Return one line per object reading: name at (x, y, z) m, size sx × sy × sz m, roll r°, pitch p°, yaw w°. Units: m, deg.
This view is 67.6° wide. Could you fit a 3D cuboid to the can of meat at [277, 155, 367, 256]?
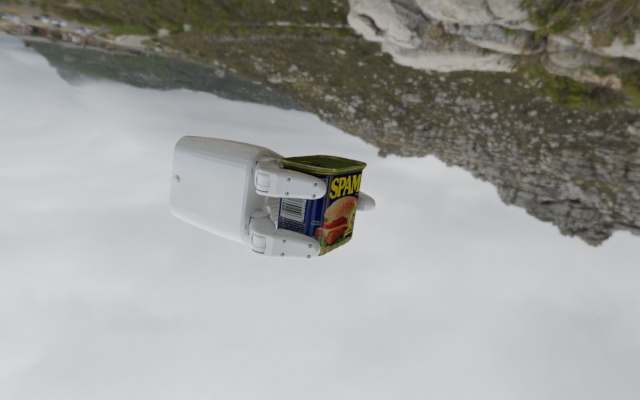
can of meat at (0.000, 0.002, 0.473) m, size 0.057 × 0.084 × 0.102 m, roll 14°, pitch 13°, yaw 25°
